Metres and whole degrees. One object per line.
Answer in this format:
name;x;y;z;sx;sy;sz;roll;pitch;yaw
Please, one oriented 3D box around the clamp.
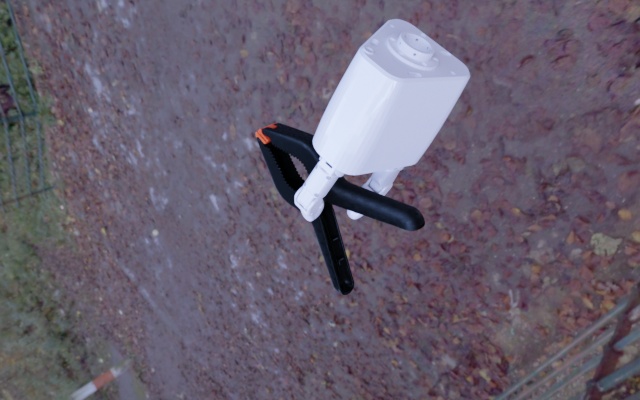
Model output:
clamp;-0.001;0.002;0.531;0.036;0.210;0.165;-30;-23;-42
